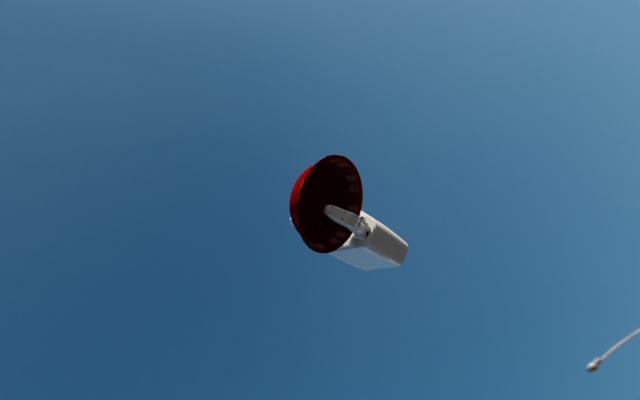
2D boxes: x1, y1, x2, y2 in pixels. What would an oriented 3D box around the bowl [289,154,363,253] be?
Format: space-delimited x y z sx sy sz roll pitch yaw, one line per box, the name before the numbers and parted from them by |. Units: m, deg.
bowl | -0.001 0.002 0.785 0.055 0.162 0.162 12 8 41
